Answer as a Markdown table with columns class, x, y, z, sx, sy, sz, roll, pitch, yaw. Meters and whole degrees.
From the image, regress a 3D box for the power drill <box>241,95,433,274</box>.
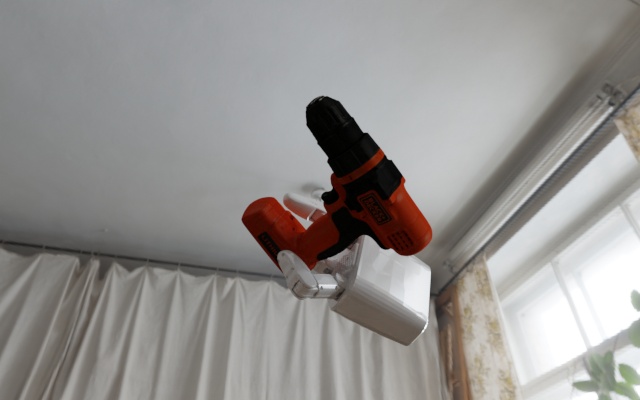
| class | x | y | z | sx | sy | sz | roll | pitch | yaw |
| --- | --- | --- | --- | --- | --- | --- | --- | --- | --- |
| power drill | 0.000 | 0.002 | 0.512 | 0.188 | 0.184 | 0.057 | -27 | 14 | 40 |
